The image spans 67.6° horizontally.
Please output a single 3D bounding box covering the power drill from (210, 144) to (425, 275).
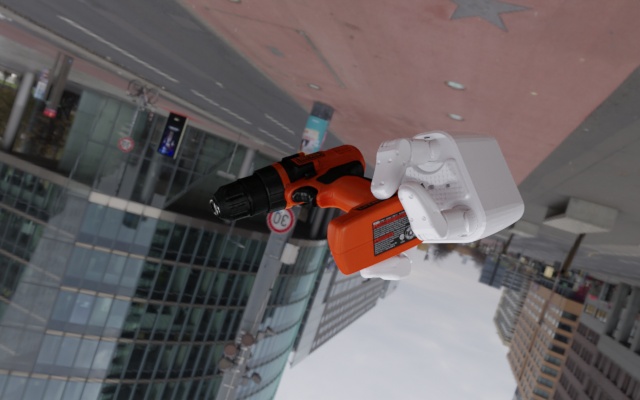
[{"bbox_3d":[0.001,0.002,0.480,0.184,0.057,0.187,-21,31,-23],"label":"power drill"}]
